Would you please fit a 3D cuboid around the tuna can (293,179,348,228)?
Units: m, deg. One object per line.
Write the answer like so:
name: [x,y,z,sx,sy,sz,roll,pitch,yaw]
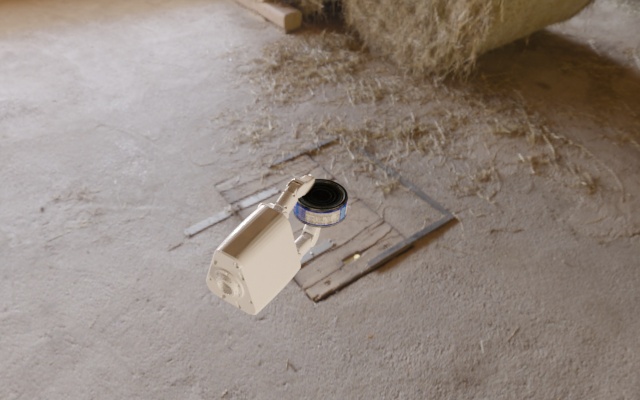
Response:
tuna can: [0.000,0.002,0.741,0.086,0.034,0.086,2,37,-2]
